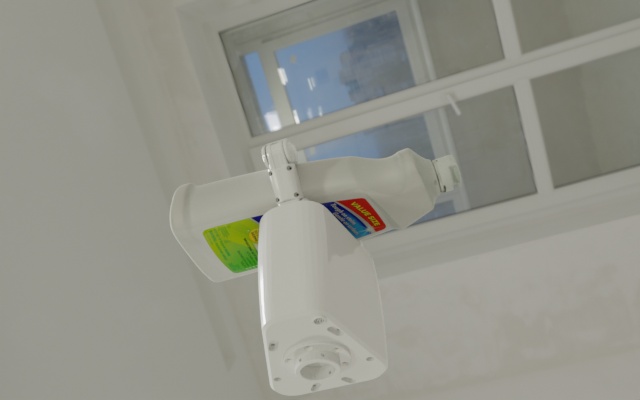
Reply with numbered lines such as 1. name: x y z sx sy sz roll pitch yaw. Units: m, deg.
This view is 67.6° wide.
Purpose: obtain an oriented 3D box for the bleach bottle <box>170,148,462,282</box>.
1. bleach bottle: 0.000 0.001 0.438 0.251 0.103 0.068 -16 42 9
